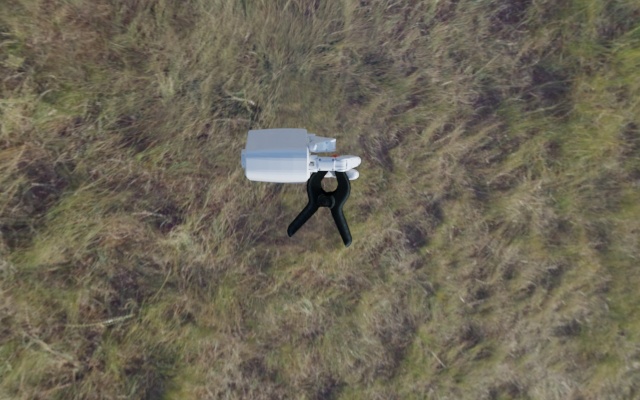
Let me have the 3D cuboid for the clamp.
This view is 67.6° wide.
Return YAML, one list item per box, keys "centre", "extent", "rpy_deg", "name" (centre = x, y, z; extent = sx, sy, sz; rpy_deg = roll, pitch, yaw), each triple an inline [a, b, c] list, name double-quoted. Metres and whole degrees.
- centre: [0.000, 0.003, 0.861]
  extent: [0.120, 0.171, 0.039]
  rpy_deg: [0, 15, -4]
  name: "clamp"
